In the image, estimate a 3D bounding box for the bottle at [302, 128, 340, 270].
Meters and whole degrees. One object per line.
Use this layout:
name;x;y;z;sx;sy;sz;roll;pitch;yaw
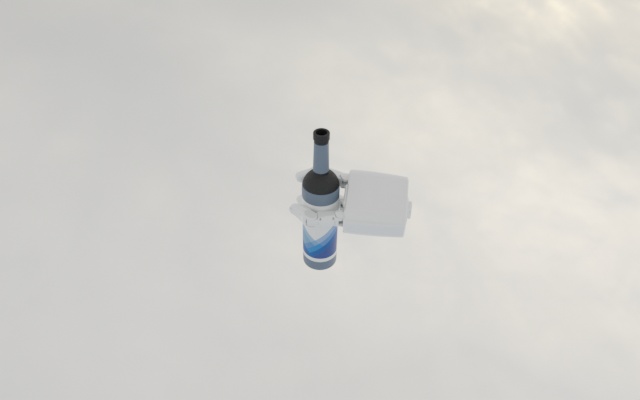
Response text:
bottle;0.000;0.003;0.854;0.069;0.296;0.069;0;41;0
